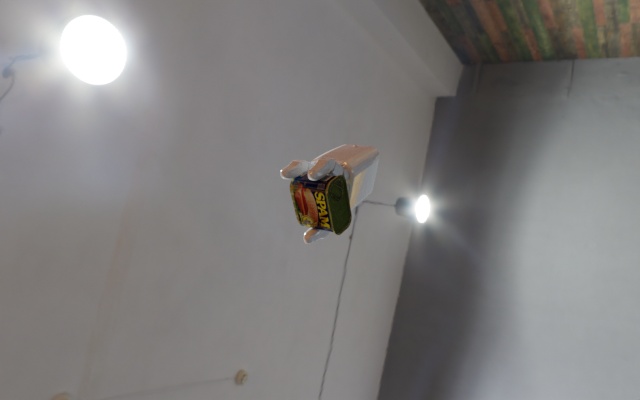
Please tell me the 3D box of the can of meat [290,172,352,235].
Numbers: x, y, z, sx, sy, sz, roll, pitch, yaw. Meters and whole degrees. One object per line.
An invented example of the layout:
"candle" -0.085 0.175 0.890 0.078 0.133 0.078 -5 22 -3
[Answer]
"can of meat" 0.000 0.003 0.832 0.084 0.102 0.057 9 33 35
